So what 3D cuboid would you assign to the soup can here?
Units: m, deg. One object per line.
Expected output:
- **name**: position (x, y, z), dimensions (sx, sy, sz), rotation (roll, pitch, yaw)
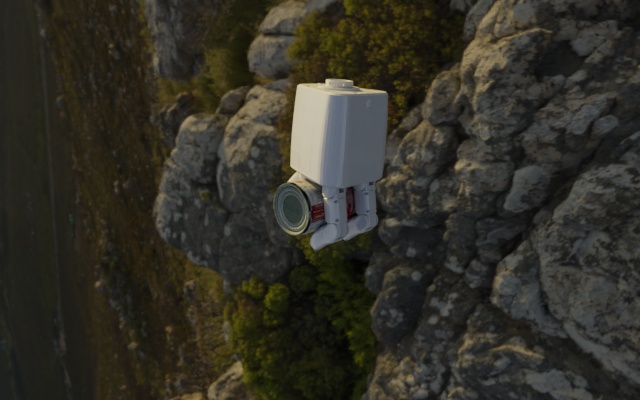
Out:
- **soup can**: position (0.000, 0.002, 0.606), dimensions (0.102, 0.068, 0.068), rotation (-14, 10, -43)
